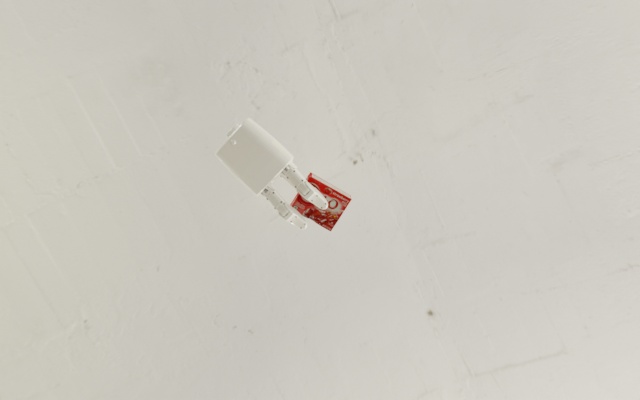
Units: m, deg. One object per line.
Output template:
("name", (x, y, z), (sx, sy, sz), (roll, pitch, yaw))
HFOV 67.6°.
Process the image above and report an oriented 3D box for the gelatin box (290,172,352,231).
("gelatin box", (0.000, 0.003, 0.866), (0.089, 0.073, 0.030), (30, 16, -9))
